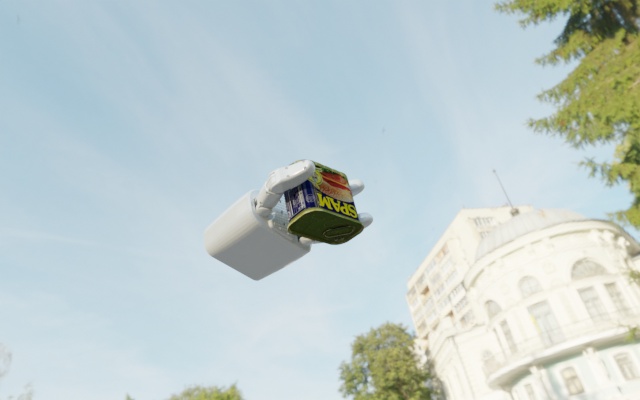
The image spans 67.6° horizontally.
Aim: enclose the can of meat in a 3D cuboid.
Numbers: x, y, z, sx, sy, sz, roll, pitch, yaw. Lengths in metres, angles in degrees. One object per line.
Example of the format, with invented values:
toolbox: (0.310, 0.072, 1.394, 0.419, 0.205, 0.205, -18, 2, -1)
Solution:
can of meat: (0.000, 0.002, 0.616, 0.102, 0.084, 0.057, 19, -45, -40)
